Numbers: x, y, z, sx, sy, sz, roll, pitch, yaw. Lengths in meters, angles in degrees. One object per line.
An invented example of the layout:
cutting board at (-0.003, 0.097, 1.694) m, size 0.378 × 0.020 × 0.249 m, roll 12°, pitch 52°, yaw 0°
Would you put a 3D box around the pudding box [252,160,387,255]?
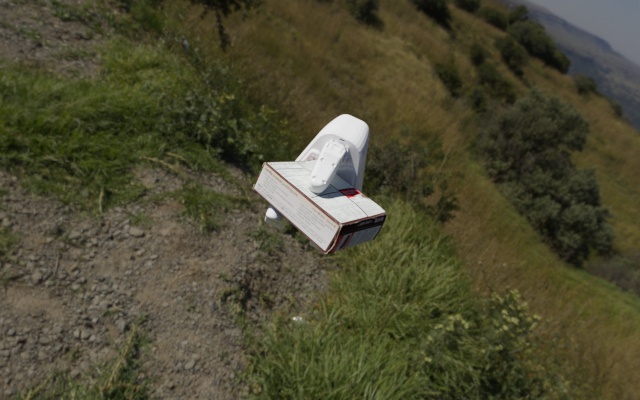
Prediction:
pudding box at (0.000, 0.001, 0.493) m, size 0.113 × 0.039 × 0.090 m, roll 38°, pitch 27°, yaw 27°
